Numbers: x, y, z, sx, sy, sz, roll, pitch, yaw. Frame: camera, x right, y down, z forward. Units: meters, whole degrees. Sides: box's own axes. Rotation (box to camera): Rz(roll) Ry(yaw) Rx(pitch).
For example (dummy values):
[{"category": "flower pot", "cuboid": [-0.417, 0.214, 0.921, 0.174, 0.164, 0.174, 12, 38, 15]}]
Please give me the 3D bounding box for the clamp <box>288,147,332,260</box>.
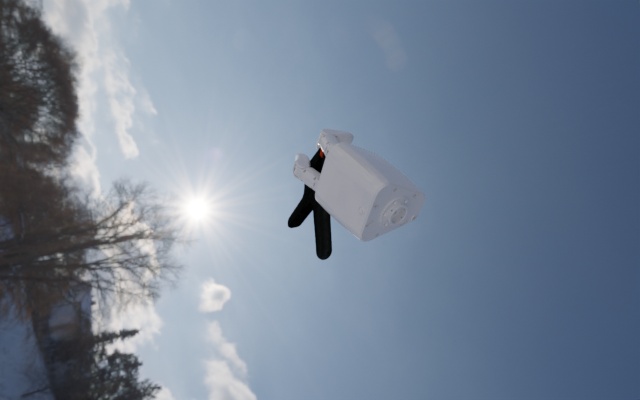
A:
[{"category": "clamp", "cuboid": [0.001, 0.002, 0.735, 0.039, 0.171, 0.120, -7, 37, -36]}]
